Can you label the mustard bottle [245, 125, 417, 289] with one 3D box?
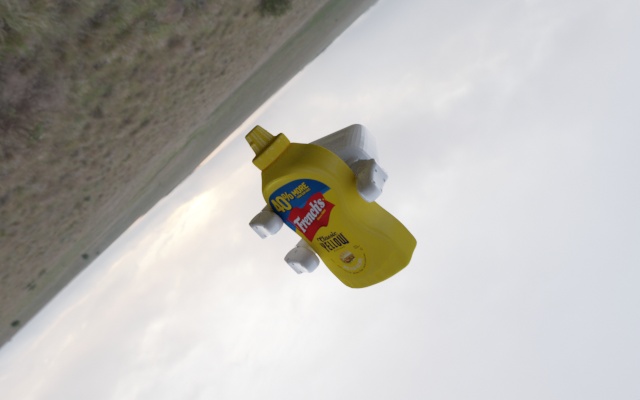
[{"bbox_3d":[0.000,0.002,0.467,0.096,0.192,0.058,-30,19,45],"label":"mustard bottle"}]
